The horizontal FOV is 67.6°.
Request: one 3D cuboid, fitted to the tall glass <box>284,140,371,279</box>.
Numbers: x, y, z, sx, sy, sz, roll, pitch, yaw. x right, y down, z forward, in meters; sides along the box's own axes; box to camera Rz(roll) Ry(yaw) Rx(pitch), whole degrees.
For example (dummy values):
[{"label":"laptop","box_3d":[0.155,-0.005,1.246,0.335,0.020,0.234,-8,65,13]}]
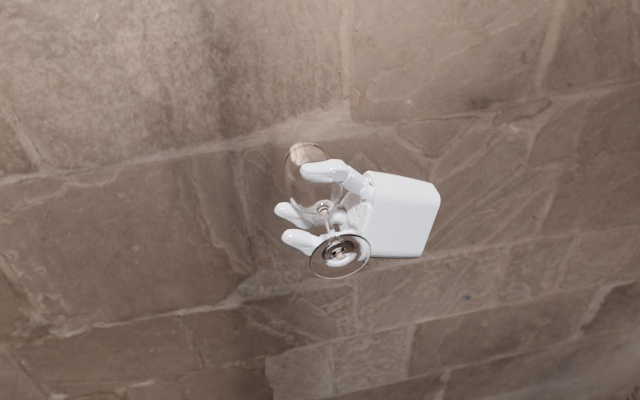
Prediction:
[{"label":"tall glass","box_3d":[0.000,0.002,0.624,0.079,0.079,0.201,0,40,-18]}]
